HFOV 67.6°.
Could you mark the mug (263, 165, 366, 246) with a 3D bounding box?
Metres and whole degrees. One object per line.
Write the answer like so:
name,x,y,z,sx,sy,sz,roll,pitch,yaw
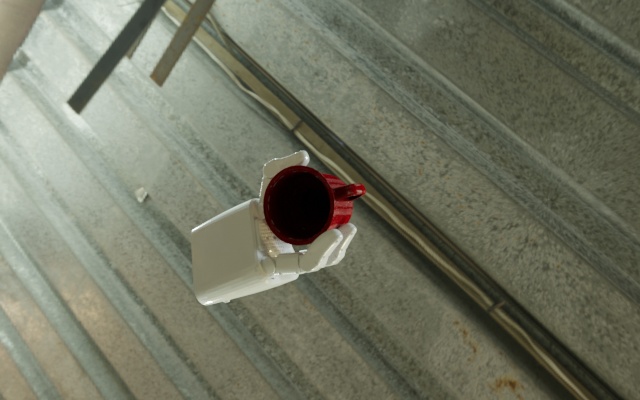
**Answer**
mug,0.001,0.001,0.582,0.117,0.093,0.081,-21,-9,23
